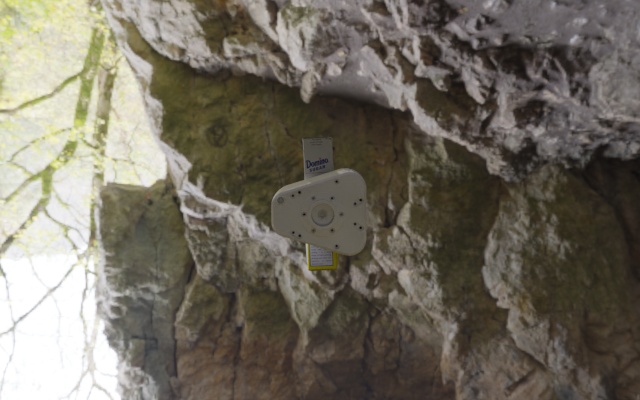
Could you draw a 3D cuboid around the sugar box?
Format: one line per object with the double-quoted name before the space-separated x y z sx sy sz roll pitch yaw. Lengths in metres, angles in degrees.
"sugar box" 0.001 0.002 0.667 0.048 0.176 0.093 0 4 0
